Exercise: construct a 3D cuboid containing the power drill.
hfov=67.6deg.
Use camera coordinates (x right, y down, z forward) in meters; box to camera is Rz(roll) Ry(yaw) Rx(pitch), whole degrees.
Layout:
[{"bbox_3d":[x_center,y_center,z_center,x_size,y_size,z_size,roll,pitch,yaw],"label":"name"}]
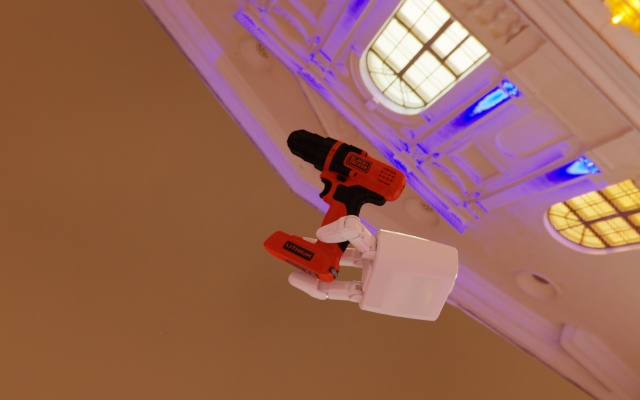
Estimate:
[{"bbox_3d":[0.000,0.003,0.658,0.184,0.187,0.057,25,-14,18],"label":"power drill"}]
